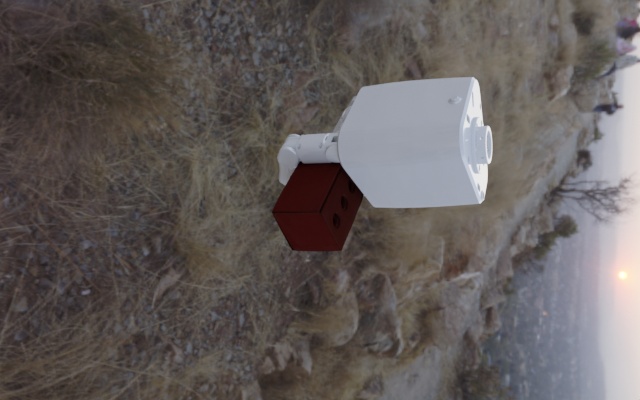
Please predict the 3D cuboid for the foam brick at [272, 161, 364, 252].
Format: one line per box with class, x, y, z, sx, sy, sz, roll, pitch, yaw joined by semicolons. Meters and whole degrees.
foam brick;0.000;0.002;0.440;0.051;0.078;0.053;0;-44;28
